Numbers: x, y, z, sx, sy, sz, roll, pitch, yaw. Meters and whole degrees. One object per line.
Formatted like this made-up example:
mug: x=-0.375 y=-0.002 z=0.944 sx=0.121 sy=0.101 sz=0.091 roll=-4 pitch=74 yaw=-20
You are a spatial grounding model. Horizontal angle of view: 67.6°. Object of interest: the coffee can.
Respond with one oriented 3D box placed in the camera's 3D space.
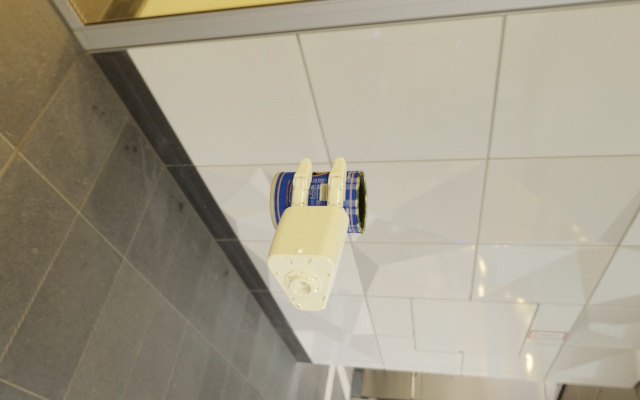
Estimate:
coffee can: x=0.000 y=0.002 z=0.778 sx=0.140 sy=0.103 sz=0.103 roll=0 pitch=0 yaw=13
